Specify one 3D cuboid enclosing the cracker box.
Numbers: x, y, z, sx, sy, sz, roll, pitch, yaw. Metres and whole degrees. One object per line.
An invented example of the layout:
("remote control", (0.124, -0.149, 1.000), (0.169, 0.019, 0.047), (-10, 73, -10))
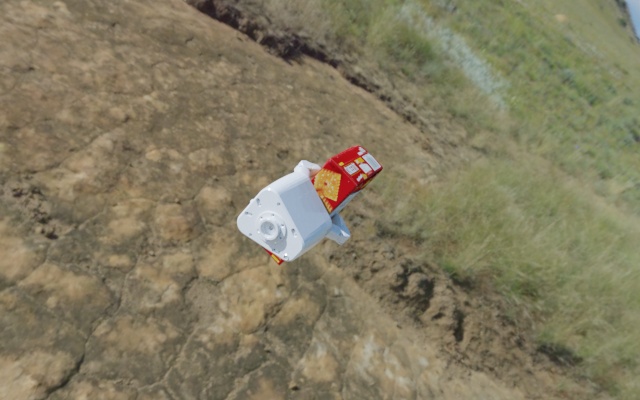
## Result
("cracker box", (0.000, 0.003, 0.865), (0.214, 0.072, 0.164), (-46, -5, 26))
